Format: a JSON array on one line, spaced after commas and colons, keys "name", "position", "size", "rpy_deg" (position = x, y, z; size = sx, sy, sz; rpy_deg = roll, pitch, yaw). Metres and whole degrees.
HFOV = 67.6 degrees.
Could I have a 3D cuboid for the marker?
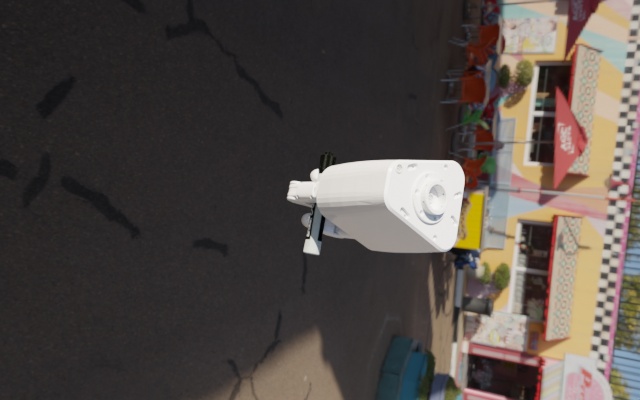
[{"name": "marker", "position": [0.000, 0.002, 0.550], "size": [0.020, 0.121, 0.020], "rpy_deg": [10, -9, 2]}]
